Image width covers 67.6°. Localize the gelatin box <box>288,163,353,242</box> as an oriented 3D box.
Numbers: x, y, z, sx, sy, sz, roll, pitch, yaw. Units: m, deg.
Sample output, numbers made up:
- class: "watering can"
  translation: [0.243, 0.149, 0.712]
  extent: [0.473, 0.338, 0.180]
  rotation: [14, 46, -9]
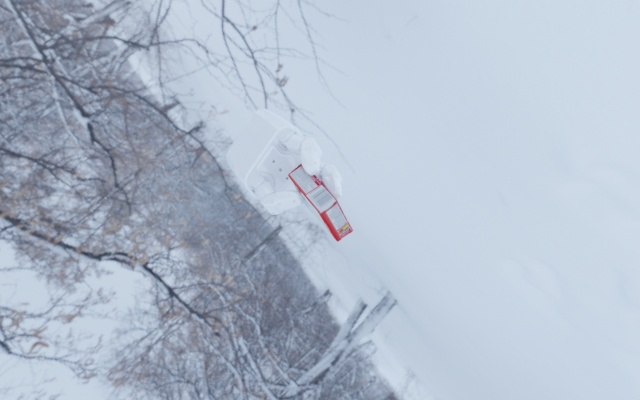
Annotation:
- class: "gelatin box"
  translation: [0.000, 0.003, 0.628]
  extent: [0.089, 0.030, 0.073]
  rotation: [49, -7, 39]
